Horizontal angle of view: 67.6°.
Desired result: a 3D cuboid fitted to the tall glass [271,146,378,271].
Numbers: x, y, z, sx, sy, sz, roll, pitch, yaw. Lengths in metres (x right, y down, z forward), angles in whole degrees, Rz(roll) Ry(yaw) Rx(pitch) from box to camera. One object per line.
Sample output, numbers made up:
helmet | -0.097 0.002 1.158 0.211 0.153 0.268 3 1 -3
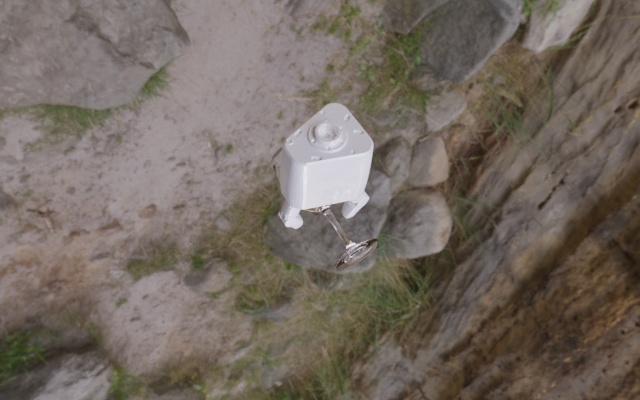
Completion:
tall glass | 0.000 0.003 0.719 0.079 0.201 0.079 -28 -24 -14
